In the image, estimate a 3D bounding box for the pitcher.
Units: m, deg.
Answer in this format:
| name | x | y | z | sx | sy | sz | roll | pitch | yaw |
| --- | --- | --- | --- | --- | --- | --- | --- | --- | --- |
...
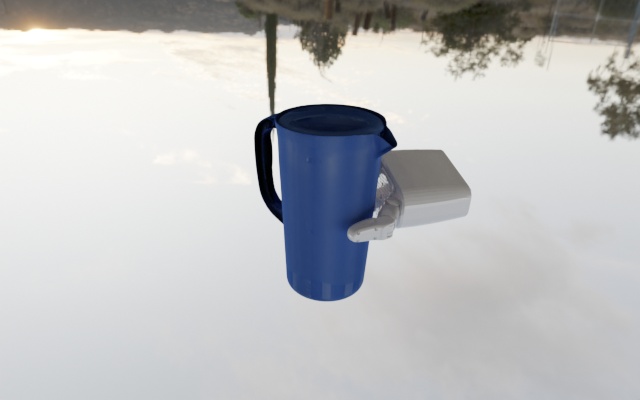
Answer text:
| name | x | y | z | sx | sy | sz | roll | pitch | yaw |
| --- | --- | --- | --- | --- | --- | --- | --- | --- | --- |
| pitcher | 0.000 | 0.002 | 0.620 | 0.145 | 0.243 | 0.149 | -7 | 28 | -18 |
